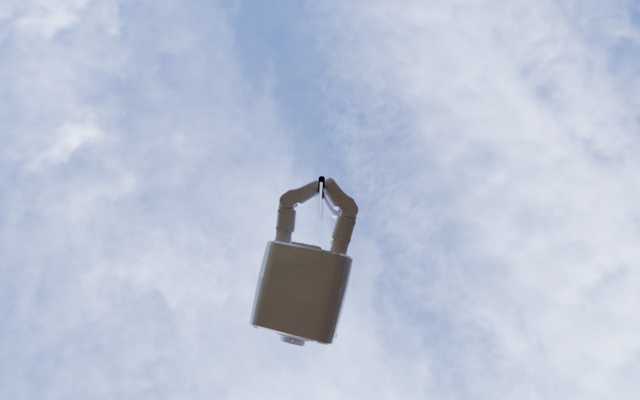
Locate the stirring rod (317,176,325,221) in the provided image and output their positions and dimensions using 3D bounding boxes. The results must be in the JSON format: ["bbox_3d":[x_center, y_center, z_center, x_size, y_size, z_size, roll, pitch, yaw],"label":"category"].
[{"bbox_3d":[0.000,0.002,0.675,0.011,0.011,0.239,0,-13,-1],"label":"stirring rod"}]
